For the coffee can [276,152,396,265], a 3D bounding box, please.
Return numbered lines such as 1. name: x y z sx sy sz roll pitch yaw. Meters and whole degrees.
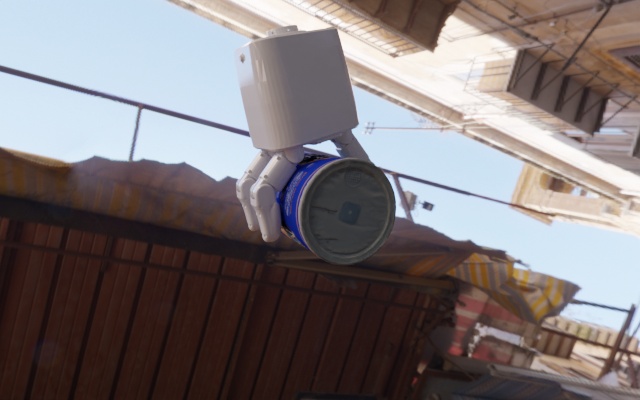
1. coffee can: 0.000 0.002 0.512 0.103 0.103 0.140 0 8 -25
